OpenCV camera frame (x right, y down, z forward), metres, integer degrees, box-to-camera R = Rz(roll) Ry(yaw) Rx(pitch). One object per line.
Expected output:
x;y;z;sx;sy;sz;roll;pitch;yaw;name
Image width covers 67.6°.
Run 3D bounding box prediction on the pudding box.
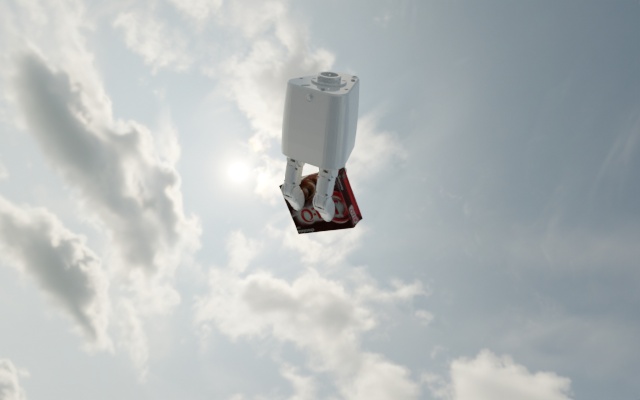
0.000;0.002;0.746;0.113;0.090;0.039;-9;18;39;pudding box
